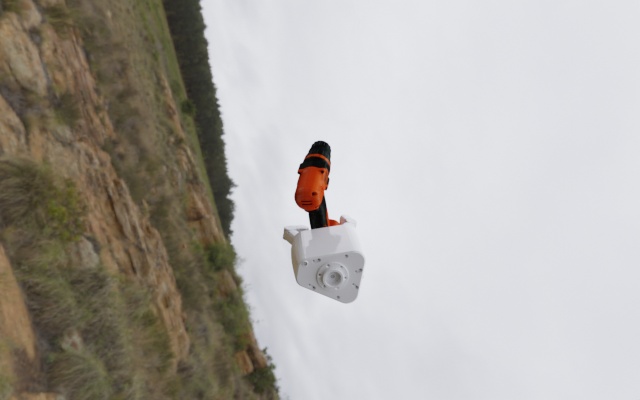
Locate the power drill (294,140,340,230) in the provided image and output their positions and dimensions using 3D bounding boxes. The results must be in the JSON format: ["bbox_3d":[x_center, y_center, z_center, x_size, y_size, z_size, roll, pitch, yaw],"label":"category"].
[{"bbox_3d":[0.000,0.003,0.883,0.057,0.188,0.184,-3,36,14],"label":"power drill"}]
